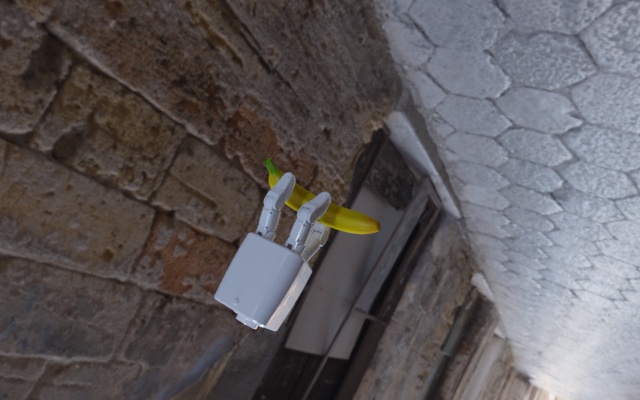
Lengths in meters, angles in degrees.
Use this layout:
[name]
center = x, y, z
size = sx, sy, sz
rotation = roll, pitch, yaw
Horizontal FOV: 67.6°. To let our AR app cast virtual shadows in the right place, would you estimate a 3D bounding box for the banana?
[banana]
center = -0.004, 0.007, 0.723
size = 0.198, 0.037, 0.070
rotation = 29, -20, 7
